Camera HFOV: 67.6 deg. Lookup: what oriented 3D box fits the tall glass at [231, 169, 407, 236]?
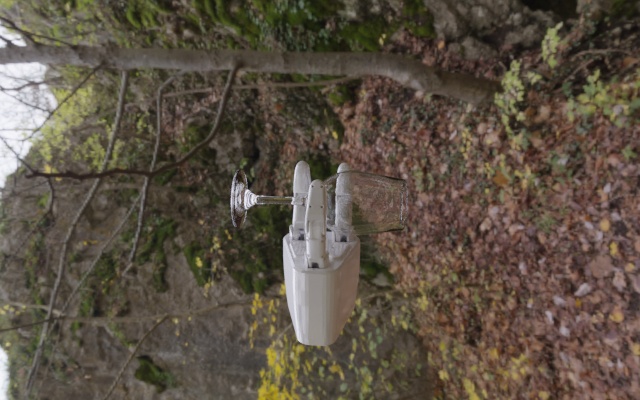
[{"bbox_3d":[-0.001,0.002,0.574,0.201,0.079,0.079,2,0,4],"label":"tall glass"}]
